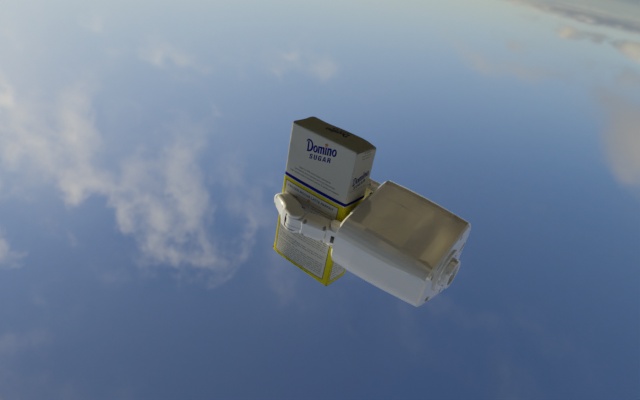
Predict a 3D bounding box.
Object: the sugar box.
[{"bbox_3d":[0.001,0.002,0.555,0.093,0.176,0.048,30,32,28],"label":"sugar box"}]
